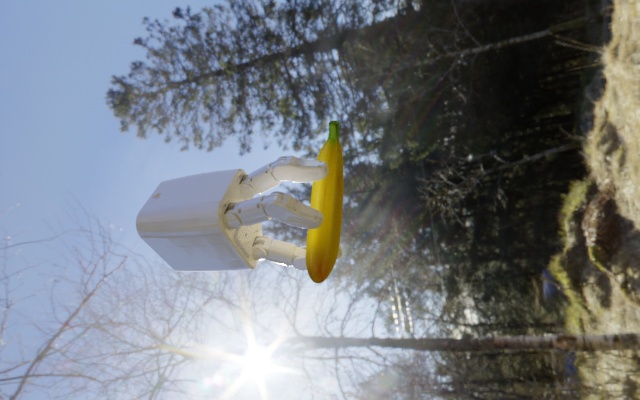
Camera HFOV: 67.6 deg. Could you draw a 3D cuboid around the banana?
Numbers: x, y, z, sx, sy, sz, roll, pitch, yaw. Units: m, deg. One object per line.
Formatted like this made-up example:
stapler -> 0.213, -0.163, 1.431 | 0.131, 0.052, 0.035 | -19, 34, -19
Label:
banana -> 0.004, 0.008, 0.541 | 0.037, 0.197, 0.070 | -2, -29, 12
